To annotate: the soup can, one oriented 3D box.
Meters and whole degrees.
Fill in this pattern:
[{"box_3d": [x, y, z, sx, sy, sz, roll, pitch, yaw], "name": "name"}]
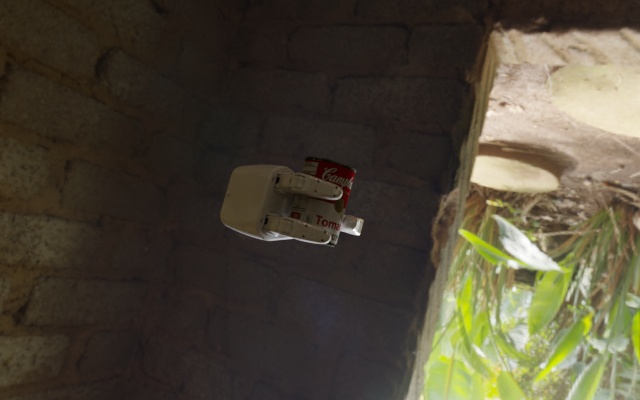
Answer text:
[{"box_3d": [0.000, 0.002, 0.612, 0.068, 0.102, 0.068, 15, -6, 2], "name": "soup can"}]
